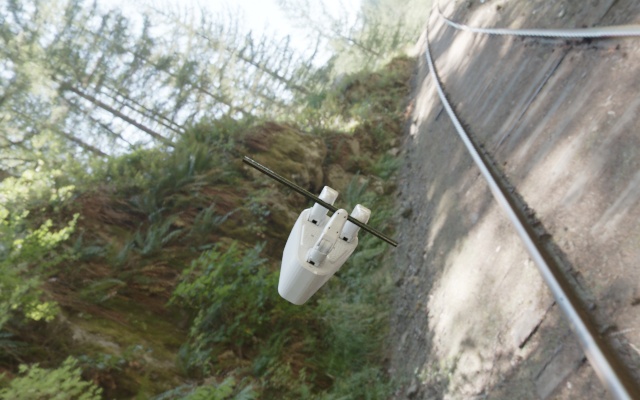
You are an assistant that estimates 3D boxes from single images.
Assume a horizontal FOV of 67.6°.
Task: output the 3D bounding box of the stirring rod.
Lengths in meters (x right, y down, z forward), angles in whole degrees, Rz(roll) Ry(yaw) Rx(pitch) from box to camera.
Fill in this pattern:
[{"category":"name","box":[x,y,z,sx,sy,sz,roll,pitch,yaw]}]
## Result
[{"category":"stirring rod","box":[0.000,0.002,0.653,0.239,0.011,0.011,29,0,-1]}]
